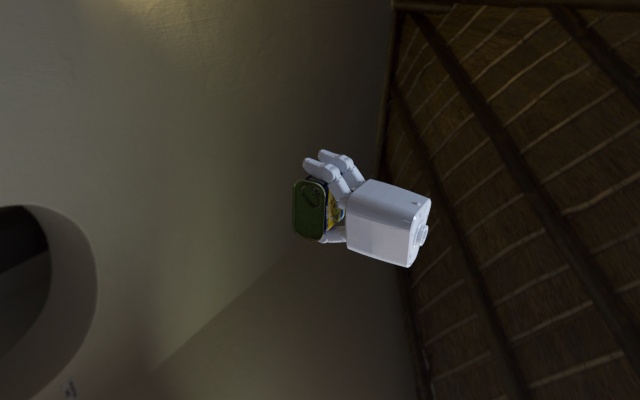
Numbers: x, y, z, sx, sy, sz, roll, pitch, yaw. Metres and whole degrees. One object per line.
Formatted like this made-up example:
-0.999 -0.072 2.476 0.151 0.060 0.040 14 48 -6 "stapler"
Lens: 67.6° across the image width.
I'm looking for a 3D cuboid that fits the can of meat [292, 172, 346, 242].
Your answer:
0.000 0.003 0.778 0.057 0.102 0.084 15 28 25 "can of meat"
